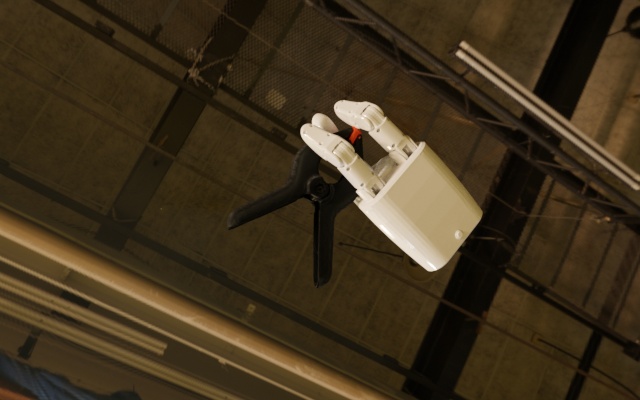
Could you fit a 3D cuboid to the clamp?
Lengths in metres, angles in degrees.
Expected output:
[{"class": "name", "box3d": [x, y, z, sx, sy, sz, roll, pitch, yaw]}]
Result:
[{"class": "clamp", "box3d": [0.000, 0.001, 0.501, 0.120, 0.171, 0.039, 45, -13, -11]}]
